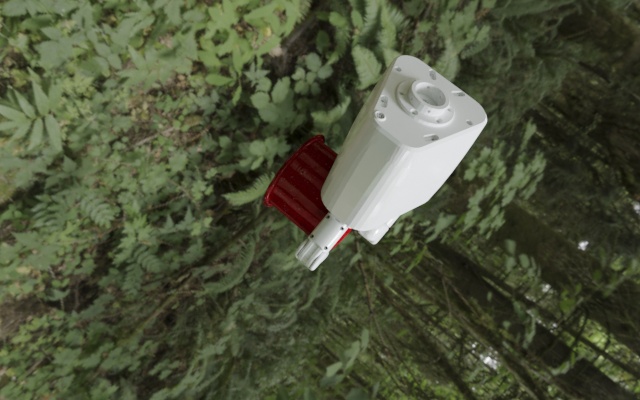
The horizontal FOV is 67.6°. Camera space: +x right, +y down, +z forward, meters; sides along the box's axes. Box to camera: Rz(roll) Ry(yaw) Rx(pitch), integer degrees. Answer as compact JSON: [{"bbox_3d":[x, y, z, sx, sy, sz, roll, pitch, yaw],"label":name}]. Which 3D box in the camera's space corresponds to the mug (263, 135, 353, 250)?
[{"bbox_3d":[0.000,0.003,0.490,0.093,0.081,0.117,-43,-12,-37],"label":"mug"}]
